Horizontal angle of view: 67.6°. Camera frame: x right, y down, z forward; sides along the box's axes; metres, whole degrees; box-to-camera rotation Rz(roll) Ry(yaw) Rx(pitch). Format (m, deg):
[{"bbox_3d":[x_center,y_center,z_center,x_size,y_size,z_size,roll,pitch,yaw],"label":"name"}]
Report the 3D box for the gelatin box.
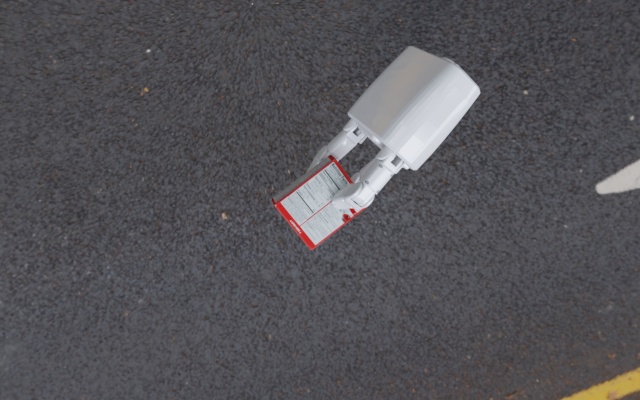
[{"bbox_3d":[0.000,0.002,0.560,0.089,0.073,0.030,-38,21,0],"label":"gelatin box"}]
